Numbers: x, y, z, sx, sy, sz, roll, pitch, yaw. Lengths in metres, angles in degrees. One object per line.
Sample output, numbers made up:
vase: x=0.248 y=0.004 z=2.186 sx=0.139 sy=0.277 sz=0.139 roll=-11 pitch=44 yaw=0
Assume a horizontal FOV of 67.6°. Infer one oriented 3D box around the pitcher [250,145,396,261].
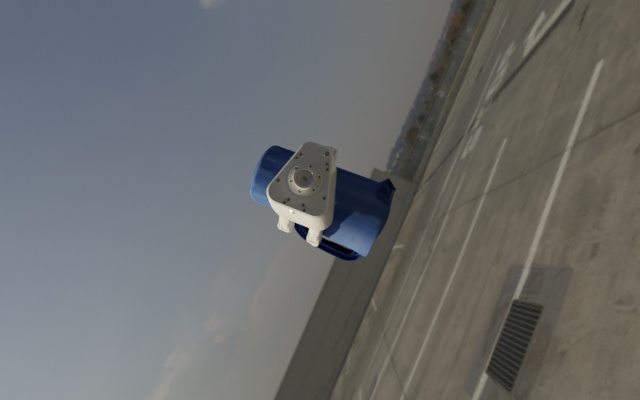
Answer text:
pitcher: x=0.000 y=0.003 z=0.857 sx=0.243 sy=0.149 sz=0.145 roll=23 pitch=-10 yaw=7
